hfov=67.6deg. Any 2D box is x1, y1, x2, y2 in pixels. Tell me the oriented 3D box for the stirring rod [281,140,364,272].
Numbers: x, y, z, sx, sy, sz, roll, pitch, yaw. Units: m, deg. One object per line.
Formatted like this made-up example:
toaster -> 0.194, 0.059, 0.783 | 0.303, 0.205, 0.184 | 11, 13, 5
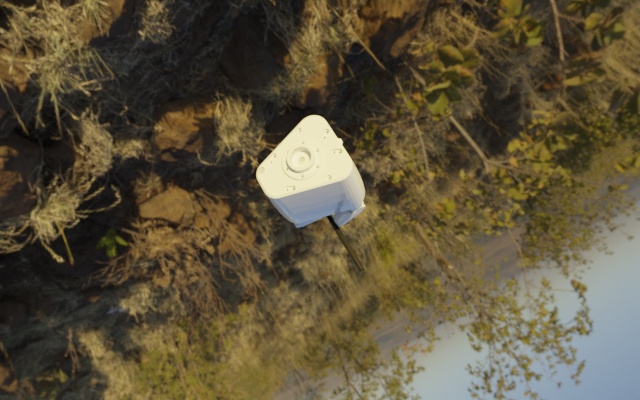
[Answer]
stirring rod -> 0.000, 0.002, 0.715 | 0.011, 0.239, 0.011 | -27, -20, -11
